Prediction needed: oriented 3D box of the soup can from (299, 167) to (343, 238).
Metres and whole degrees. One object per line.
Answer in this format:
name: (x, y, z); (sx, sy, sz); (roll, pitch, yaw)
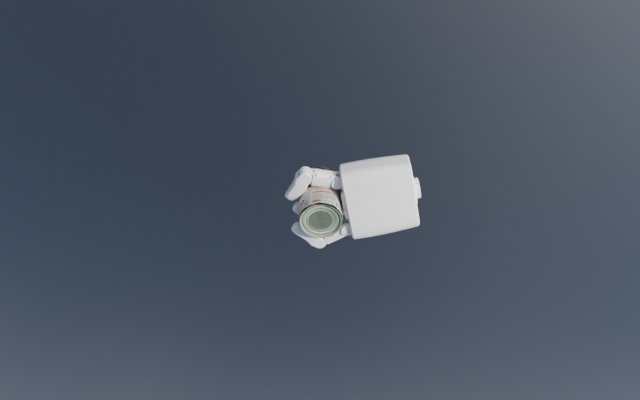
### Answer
soup can: (0.000, 0.003, 0.746); (0.068, 0.069, 0.102); (0, 36, -1)
